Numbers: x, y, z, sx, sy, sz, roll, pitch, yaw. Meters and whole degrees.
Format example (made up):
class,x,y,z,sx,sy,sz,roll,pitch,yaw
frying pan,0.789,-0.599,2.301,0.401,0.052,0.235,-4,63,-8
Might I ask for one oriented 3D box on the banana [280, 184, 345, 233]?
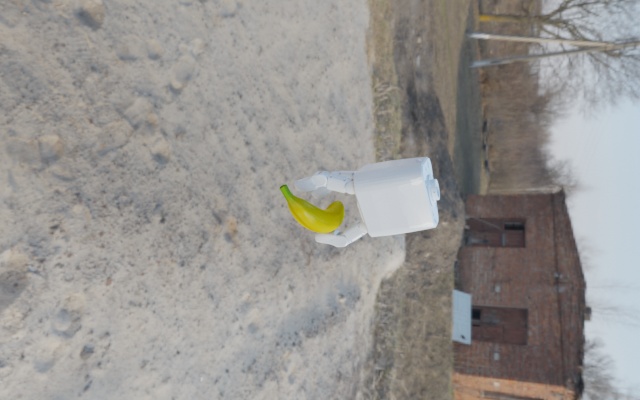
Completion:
class,x,y,z,sx,sy,sz,roll,pitch,yaw
banana,0.002,0.020,0.769,0.037,0.069,0.198,-16,-15,23
